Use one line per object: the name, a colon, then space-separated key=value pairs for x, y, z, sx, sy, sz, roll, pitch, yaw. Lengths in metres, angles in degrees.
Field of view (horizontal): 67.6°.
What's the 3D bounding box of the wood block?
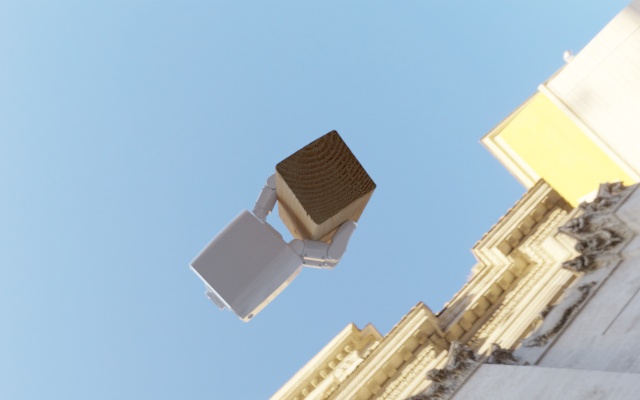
wood block: x=0.000 y=0.002 z=0.651 sx=0.090 sy=0.091 sz=0.206 roll=-33 pitch=-12 yaw=-13
